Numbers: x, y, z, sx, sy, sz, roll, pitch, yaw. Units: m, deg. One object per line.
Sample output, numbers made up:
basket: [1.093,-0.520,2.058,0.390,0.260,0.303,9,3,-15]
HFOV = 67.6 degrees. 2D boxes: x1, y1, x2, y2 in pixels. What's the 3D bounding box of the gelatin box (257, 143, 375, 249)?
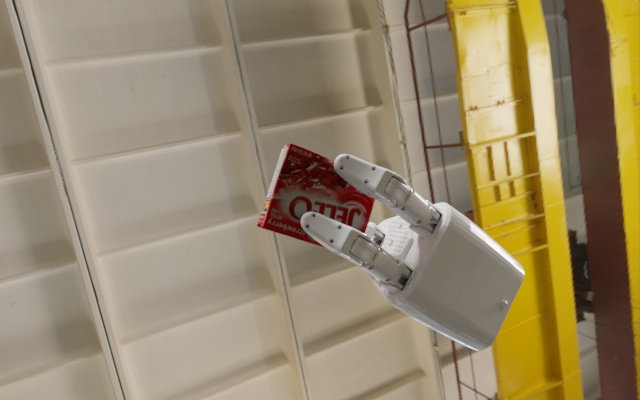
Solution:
gelatin box: [0.000,0.001,0.405,0.089,0.073,0.030,20,-6,-17]
